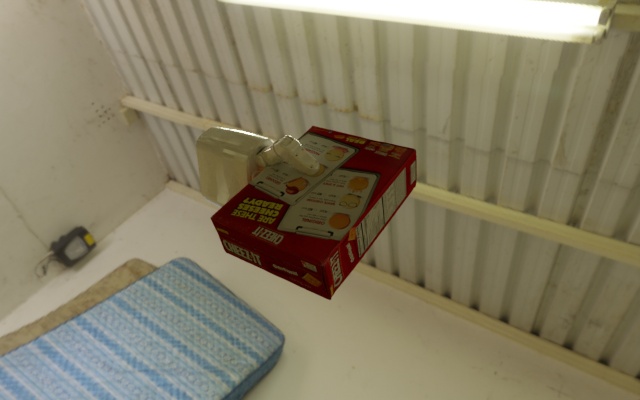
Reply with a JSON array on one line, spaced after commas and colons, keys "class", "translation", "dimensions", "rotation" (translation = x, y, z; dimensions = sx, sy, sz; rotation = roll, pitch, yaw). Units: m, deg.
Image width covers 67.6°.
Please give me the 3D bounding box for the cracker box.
[{"class": "cracker box", "translation": [0.000, 0.002, 0.596], "dimensions": [0.164, 0.072, 0.213], "rotation": [18, 49, 31]}]
